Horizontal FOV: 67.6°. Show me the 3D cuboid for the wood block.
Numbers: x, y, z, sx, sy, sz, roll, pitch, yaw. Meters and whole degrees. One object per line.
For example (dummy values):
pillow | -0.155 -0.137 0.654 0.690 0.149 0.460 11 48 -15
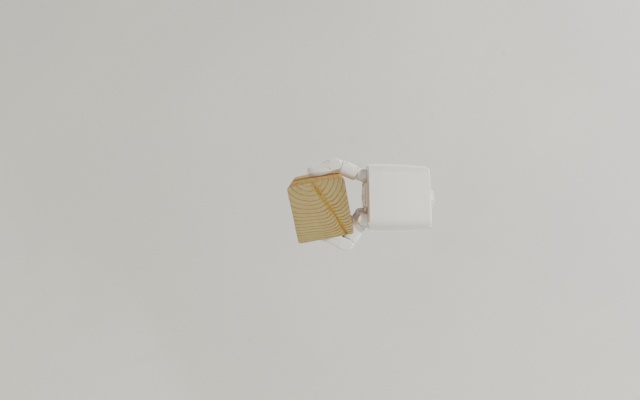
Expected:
wood block | 0.000 0.002 0.829 0.090 0.091 0.206 -11 7 1
